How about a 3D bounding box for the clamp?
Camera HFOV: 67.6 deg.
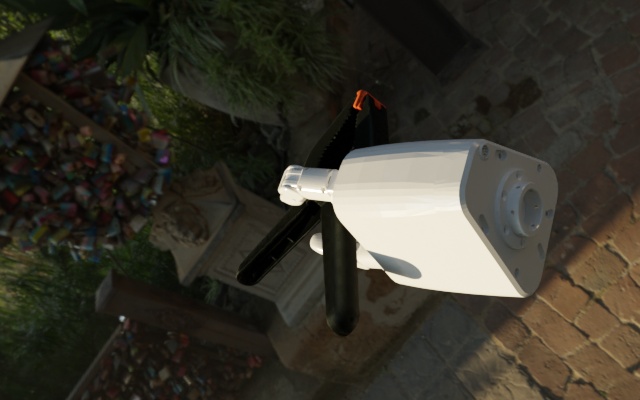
[{"bbox_3d":[0.000,0.001,0.424,0.036,0.210,0.164,31,-19,-36],"label":"clamp"}]
